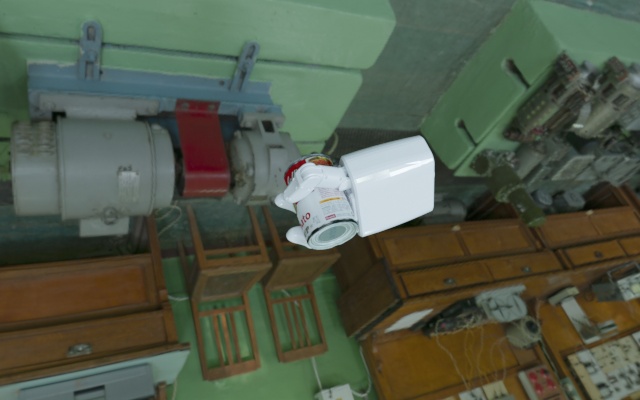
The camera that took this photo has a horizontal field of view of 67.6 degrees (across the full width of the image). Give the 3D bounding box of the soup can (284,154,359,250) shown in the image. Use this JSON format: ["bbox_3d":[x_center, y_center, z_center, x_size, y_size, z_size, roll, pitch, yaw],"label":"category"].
[{"bbox_3d":[0.000,0.002,0.601,0.068,0.102,0.068,-16,-29,-9],"label":"soup can"}]
